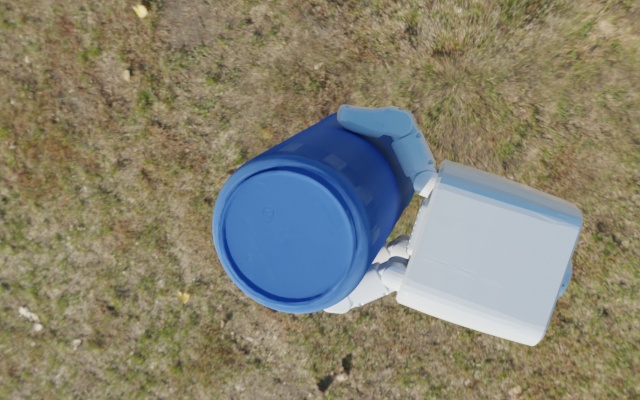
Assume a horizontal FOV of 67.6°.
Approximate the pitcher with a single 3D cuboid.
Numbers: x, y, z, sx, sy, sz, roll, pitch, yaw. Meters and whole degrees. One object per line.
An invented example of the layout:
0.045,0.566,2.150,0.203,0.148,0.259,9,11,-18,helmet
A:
0.000,0.001,0.411,0.145,0.149,0.242,19,18,10,pitcher
